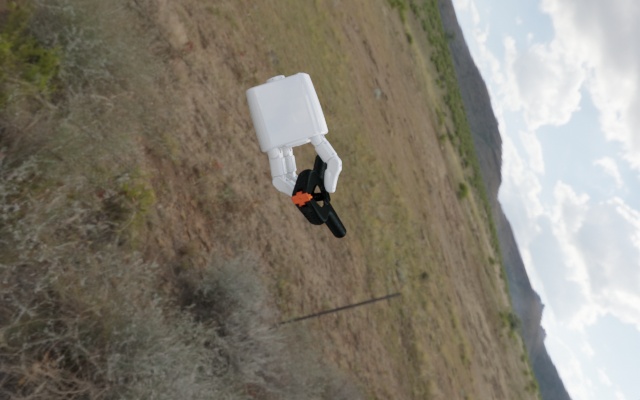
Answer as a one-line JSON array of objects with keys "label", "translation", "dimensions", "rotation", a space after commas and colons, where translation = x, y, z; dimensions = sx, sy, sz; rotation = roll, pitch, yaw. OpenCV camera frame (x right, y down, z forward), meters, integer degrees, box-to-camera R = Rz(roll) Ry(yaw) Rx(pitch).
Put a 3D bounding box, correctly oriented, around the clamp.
[{"label": "clamp", "translation": [0.001, 0.002, 0.826], "dimensions": [0.036, 0.164, 0.210], "rotation": [-15, 5, 16]}]
